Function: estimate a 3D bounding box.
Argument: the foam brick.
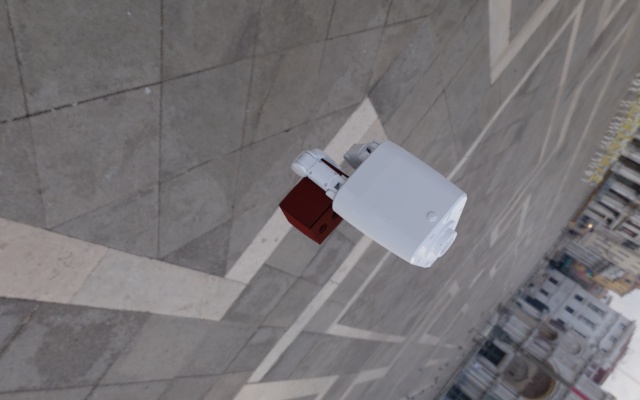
[{"bbox_3d":[0.000,0.002,0.553,0.051,0.078,0.053,37,-11,24],"label":"foam brick"}]
